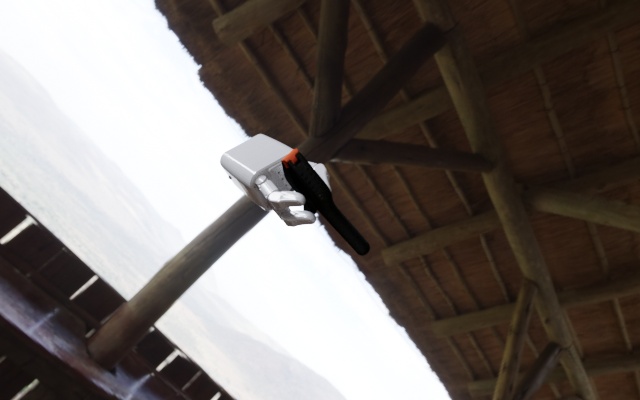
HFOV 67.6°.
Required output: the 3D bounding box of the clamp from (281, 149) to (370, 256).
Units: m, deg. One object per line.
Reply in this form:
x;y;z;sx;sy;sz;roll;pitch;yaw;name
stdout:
0.000;0.002;0.776;0.164;0.036;0.210;32;-20;37;clamp
